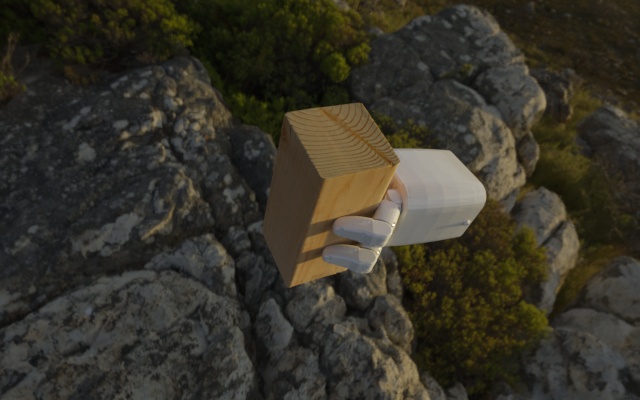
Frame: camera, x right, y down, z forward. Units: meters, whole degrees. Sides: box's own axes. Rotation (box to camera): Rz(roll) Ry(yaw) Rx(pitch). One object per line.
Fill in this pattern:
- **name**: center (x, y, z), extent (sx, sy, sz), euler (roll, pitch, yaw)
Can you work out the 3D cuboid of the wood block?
- **wood block**: center (0.000, 0.001, 0.539), extent (0.090, 0.090, 0.206), euler (-13, -33, -24)
